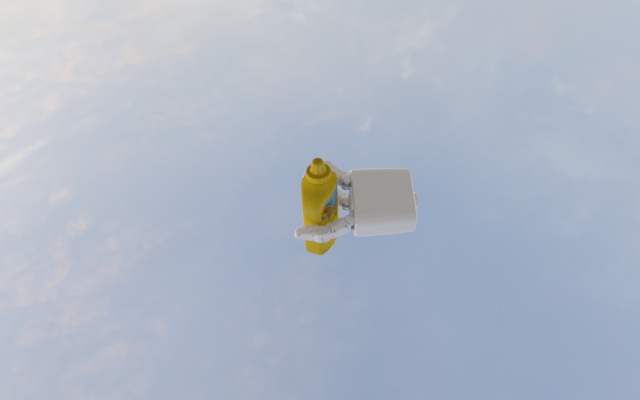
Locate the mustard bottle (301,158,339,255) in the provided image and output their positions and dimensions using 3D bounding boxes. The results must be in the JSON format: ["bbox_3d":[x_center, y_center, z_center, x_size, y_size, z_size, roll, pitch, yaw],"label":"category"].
[{"bbox_3d":[0.000,0.003,0.824,0.058,0.096,0.192,15,-40,16],"label":"mustard bottle"}]
